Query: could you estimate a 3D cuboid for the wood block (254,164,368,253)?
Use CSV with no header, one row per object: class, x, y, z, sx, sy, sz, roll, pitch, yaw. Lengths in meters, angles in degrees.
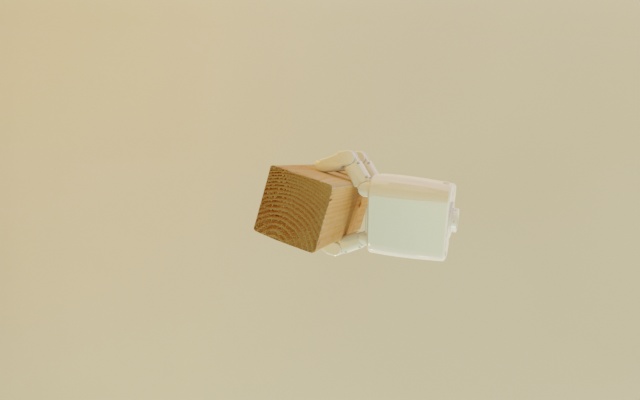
wood block,0.000,0.003,0.685,0.090,0.091,0.206,19,11,18
